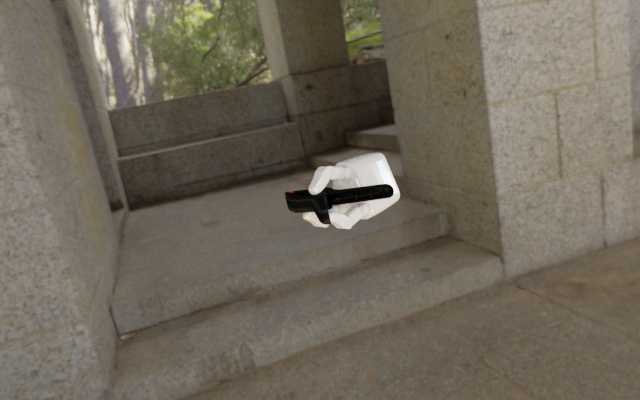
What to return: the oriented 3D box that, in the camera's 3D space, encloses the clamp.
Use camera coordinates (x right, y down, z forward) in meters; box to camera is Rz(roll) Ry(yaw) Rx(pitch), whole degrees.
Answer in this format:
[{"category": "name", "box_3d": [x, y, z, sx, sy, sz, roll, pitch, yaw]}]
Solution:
[{"category": "clamp", "box_3d": [0.000, 0.002, 0.837, 0.210, 0.036, 0.164, 1, 17, 43]}]
